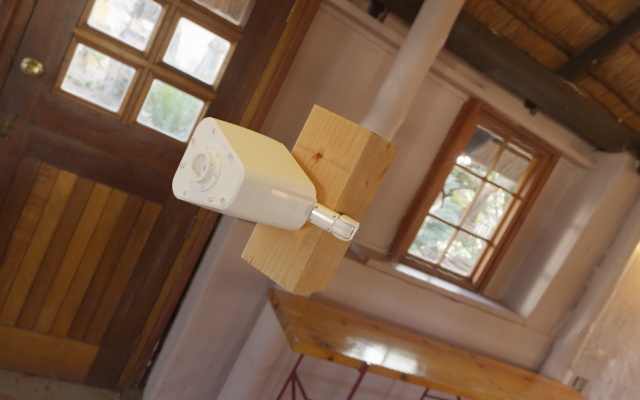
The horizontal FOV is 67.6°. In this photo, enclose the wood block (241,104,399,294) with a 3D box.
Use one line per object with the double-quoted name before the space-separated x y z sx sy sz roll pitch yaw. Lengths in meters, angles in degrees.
"wood block" 0.000 0.002 0.591 0.091 0.206 0.090 31 9 27
